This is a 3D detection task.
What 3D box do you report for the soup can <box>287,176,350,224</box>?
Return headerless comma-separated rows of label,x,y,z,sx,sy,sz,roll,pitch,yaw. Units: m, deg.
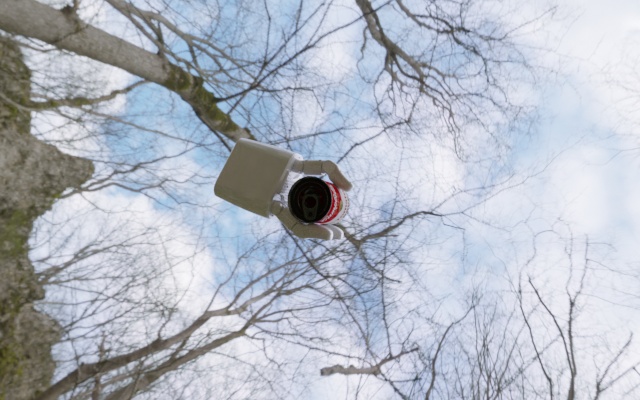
soup can,0.001,0.002,0.725,0.068,0.068,0.102,0,-4,19
